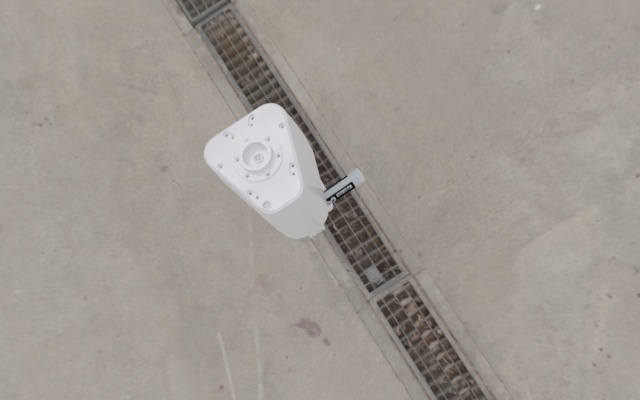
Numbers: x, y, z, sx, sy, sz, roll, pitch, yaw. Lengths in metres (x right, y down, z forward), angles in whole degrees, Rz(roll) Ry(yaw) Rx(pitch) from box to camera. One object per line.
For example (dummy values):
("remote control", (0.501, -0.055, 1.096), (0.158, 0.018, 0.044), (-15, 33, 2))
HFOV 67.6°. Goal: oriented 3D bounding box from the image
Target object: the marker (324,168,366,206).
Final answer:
("marker", (0.000, 0.002, 0.581), (0.121, 0.020, 0.020), (-34, -1, 1))
